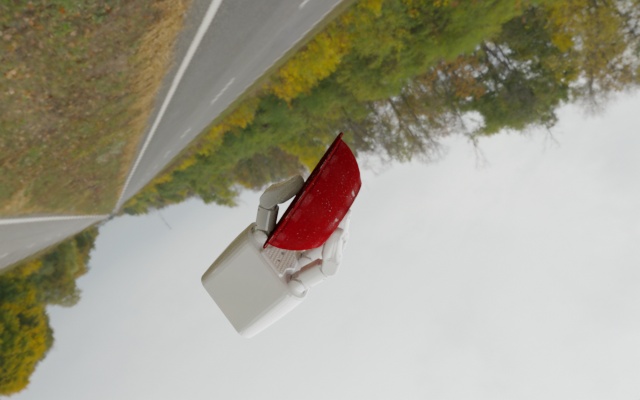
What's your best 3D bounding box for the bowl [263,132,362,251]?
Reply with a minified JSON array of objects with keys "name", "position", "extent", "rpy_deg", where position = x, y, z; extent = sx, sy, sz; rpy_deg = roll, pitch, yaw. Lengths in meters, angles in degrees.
[{"name":"bowl","position":[0.001,0.001,0.554],"extent":[0.055,0.162,0.162],"rpy_deg":[34,-3,-4]}]
